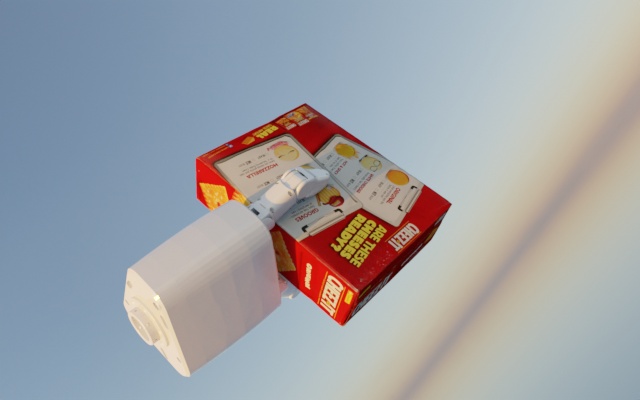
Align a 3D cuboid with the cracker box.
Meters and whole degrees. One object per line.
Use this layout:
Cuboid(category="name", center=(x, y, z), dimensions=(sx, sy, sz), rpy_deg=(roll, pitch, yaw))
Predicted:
Cuboid(category="cracker box", center=(0.000, 0.001, 0.504), dimensions=(0.213, 0.072, 0.164), rpy_deg=(38, 50, 21))
